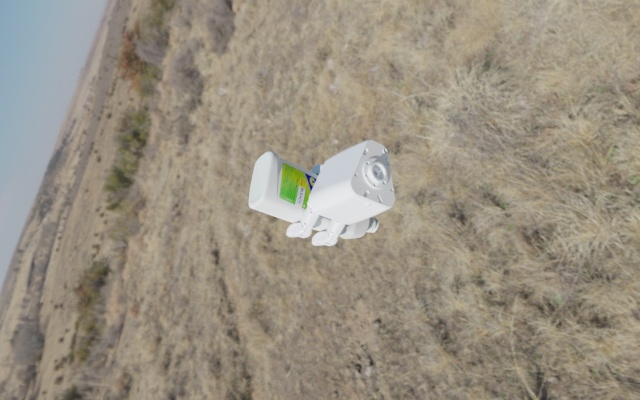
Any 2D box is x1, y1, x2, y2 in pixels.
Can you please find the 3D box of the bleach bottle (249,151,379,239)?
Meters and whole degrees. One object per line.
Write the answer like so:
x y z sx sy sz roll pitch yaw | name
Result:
0.000 0.003 0.853 0.251 0.102 0.068 20 -26 -29 | bleach bottle
